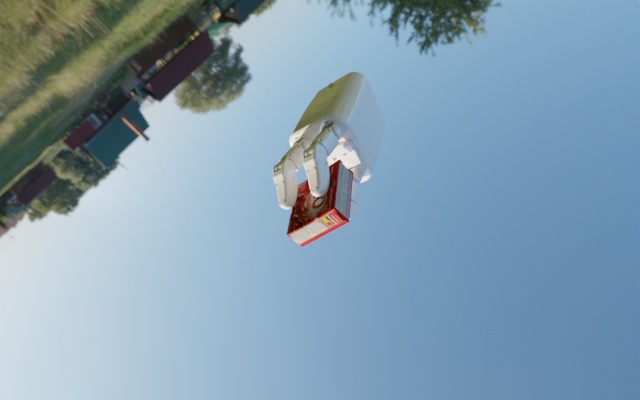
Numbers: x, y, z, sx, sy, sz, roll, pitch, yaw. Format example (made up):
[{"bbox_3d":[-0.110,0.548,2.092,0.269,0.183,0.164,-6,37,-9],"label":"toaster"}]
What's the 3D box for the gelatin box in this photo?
[{"bbox_3d":[0.000,0.002,0.564,0.073,0.089,0.030,-30,-57,31],"label":"gelatin box"}]
